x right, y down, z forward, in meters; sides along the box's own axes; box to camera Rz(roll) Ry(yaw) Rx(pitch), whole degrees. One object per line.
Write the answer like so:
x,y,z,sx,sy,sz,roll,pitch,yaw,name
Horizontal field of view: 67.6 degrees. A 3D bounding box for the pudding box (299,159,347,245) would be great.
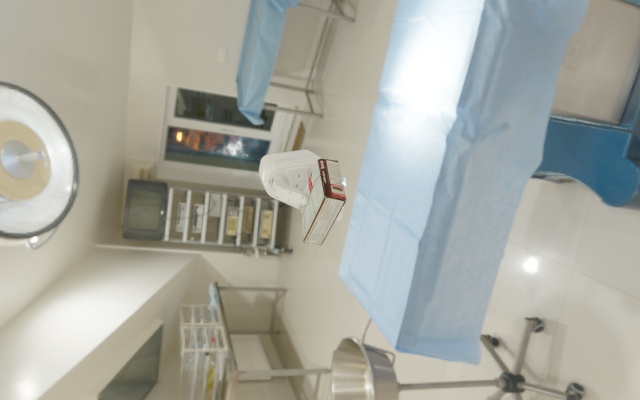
0.000,0.002,0.769,0.039,0.090,0.114,7,-44,-18,pudding box
